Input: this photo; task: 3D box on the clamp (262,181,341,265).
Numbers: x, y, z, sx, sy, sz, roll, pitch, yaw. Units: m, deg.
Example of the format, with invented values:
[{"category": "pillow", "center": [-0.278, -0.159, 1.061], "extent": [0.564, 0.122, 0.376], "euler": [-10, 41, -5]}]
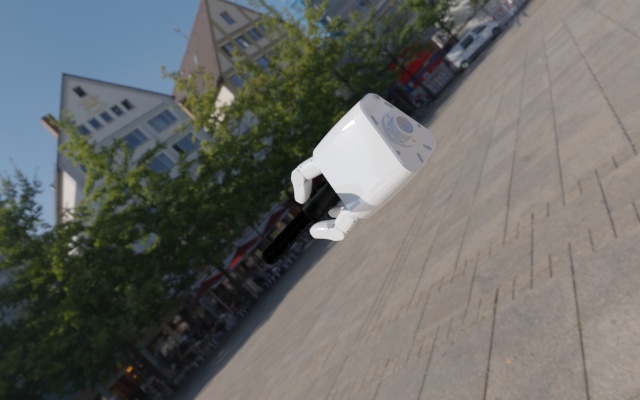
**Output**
[{"category": "clamp", "center": [0.000, 0.001, 0.683], "extent": [0.165, 0.036, 0.210], "euler": [-45, 2, 45]}]
